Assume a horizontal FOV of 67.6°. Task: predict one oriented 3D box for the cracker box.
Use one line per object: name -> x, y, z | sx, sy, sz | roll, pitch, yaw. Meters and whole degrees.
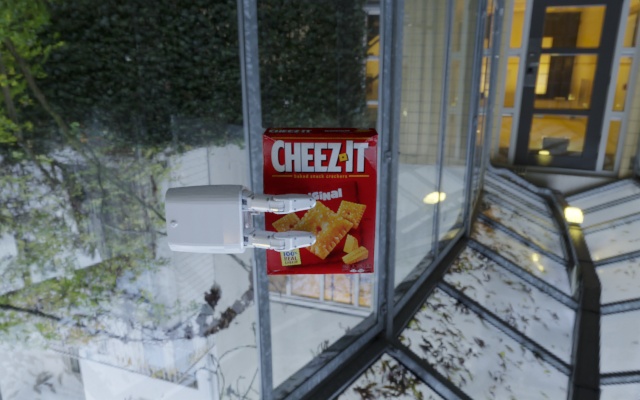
cracker box -> 0.000, 0.002, 0.709 | 0.164, 0.214, 0.072 | 0, 16, 0
